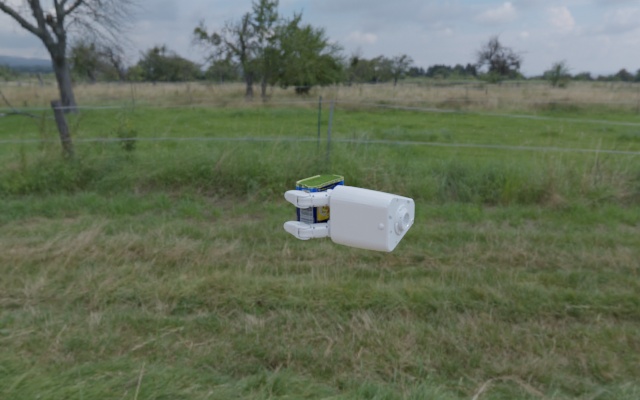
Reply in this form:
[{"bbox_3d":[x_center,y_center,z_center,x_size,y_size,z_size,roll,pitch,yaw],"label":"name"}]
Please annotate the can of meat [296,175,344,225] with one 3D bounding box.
[{"bbox_3d":[0.000,0.002,0.853,0.057,0.084,0.102,11,19,36],"label":"can of meat"}]
